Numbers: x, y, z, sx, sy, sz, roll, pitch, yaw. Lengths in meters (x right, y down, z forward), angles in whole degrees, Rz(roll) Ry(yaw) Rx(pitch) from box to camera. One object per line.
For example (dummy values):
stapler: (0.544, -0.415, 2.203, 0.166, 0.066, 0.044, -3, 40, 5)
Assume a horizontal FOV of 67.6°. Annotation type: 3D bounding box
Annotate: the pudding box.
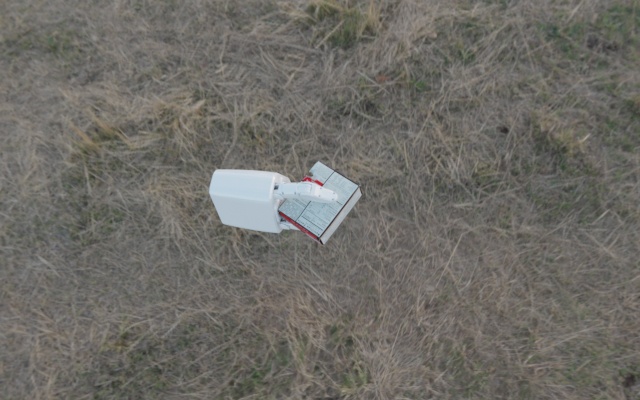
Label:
pudding box: (0.000, 0.002, 0.773, 0.090, 0.113, 0.039, 34, -12, 21)
